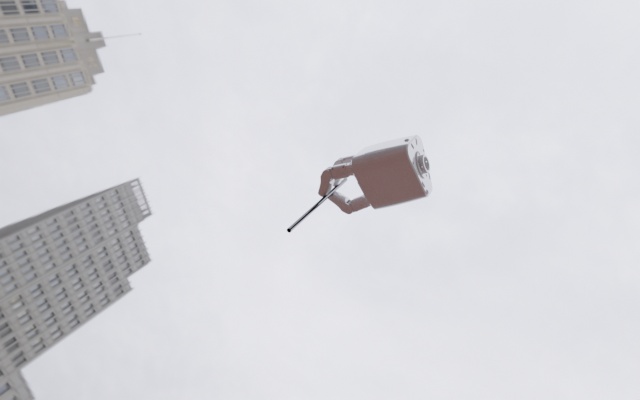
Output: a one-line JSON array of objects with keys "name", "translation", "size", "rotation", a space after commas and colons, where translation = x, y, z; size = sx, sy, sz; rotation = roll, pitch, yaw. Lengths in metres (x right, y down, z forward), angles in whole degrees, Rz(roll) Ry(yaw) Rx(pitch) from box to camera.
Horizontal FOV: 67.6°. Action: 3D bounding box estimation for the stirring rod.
[{"name": "stirring rod", "translation": [0.000, 0.003, 0.864], "size": [0.011, 0.011, 0.239], "rotation": [0, 22, 27]}]
